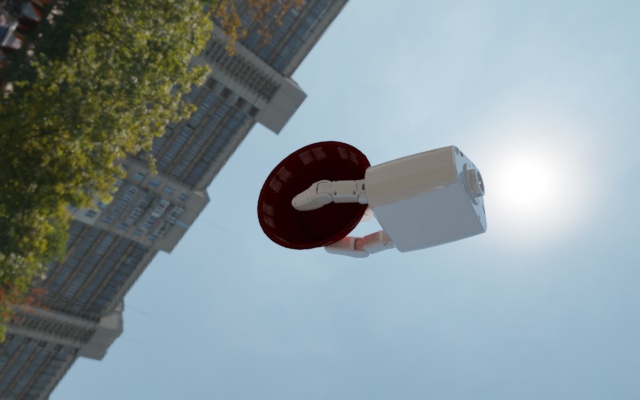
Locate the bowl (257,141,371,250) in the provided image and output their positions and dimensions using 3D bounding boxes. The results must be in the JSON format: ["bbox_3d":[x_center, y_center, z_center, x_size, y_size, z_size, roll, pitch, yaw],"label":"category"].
[{"bbox_3d":[-0.001,0.002,0.624,0.162,0.162,0.055,0,-31,26],"label":"bowl"}]
